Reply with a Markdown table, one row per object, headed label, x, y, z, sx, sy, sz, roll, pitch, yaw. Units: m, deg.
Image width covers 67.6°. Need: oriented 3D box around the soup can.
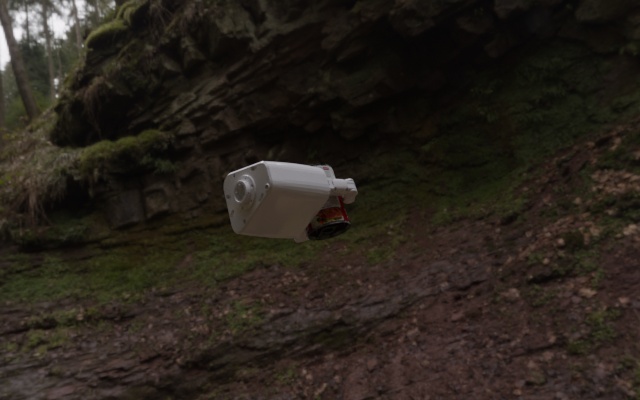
| label | x | y | z | sx | sy | sz | roll | pitch | yaw |
| --- | --- | --- | --- | --- | --- | --- | --- | --- | --- |
| soup can | 0.000 | 0.002 | 0.743 | 0.068 | 0.102 | 0.068 | -14 | -22 | -6 |
